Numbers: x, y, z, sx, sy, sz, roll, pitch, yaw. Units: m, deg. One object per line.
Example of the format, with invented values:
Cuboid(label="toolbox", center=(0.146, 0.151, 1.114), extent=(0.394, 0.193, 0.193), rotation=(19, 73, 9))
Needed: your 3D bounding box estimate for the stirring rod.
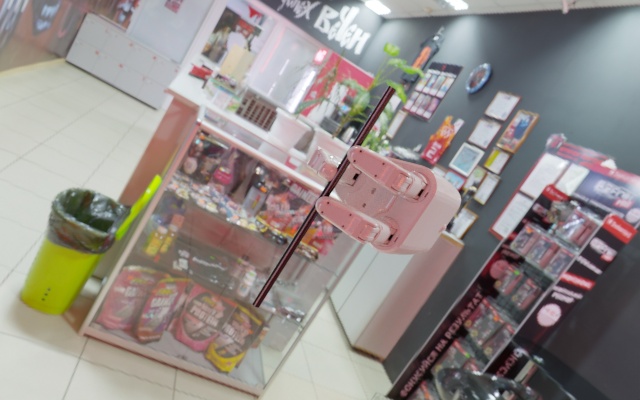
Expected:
Cuboid(label="stirring rod", center=(0.000, 0.002, 0.441), extent=(0.011, 0.239, 0.011), rotation=(31, 11, -7))
